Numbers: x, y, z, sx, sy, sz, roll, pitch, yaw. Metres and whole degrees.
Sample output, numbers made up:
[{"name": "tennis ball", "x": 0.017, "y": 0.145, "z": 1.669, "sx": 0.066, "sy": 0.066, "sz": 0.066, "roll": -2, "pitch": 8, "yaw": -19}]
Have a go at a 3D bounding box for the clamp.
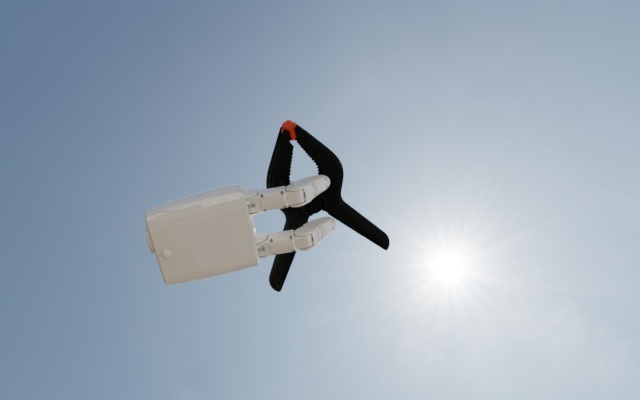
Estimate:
[{"name": "clamp", "x": 0.000, "y": 0.001, "z": 0.586, "sx": 0.164, "sy": 0.210, "sz": 0.036, "roll": -14, "pitch": 23, "yaw": -11}]
